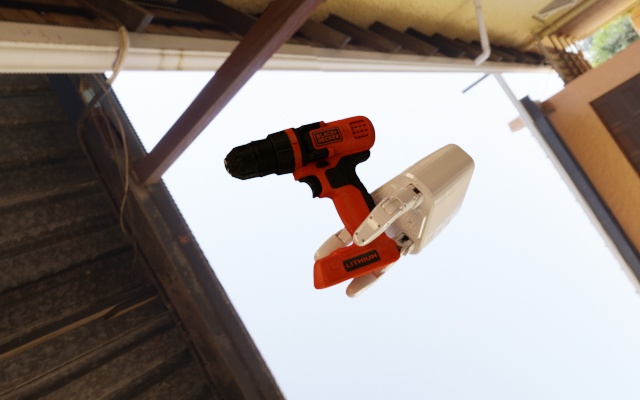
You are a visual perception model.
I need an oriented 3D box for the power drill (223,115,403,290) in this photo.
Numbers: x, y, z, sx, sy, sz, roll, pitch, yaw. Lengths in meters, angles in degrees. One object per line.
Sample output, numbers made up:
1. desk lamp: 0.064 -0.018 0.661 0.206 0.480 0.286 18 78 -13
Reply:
1. power drill: 0.000 0.002 0.547 0.184 0.187 0.057 -17 -6 -16
